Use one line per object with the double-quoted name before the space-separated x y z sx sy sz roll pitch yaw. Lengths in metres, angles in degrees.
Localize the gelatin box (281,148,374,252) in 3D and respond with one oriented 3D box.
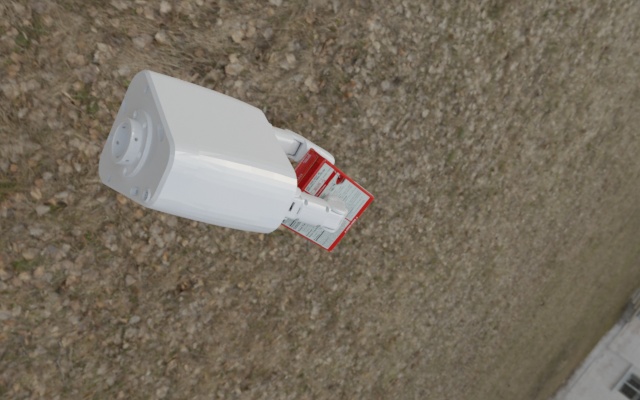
"gelatin box" 0.001 0.002 0.466 0.089 0.073 0.030 34 6 -44
